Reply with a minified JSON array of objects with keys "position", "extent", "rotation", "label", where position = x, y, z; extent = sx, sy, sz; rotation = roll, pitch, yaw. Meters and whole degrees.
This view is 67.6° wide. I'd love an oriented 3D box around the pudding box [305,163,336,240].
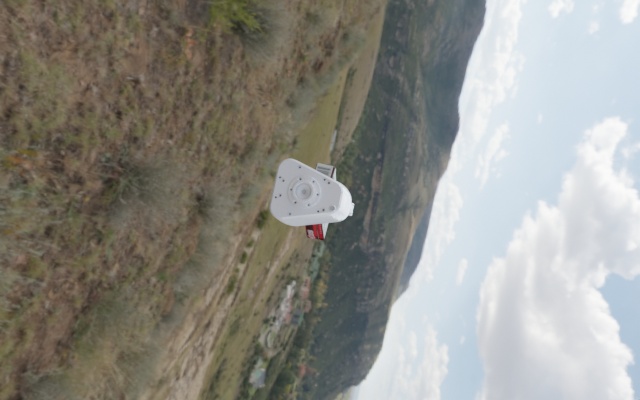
[{"position":[0.000,0.003,0.875],"extent":[0.039,0.113,0.090],"rotation":[12,-33,11],"label":"pudding box"}]
